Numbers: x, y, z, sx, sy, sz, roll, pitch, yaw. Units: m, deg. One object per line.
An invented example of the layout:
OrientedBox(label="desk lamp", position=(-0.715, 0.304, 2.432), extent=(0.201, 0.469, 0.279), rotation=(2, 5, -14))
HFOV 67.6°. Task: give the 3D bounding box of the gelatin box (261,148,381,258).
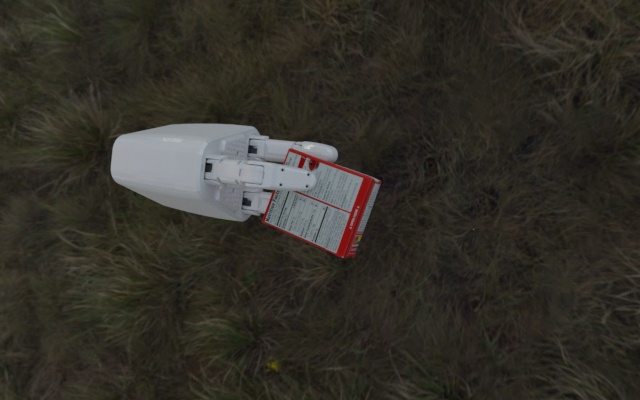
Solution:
OrientedBox(label="gelatin box", position=(0.000, 0.001, 0.427), extent=(0.089, 0.073, 0.030), rotation=(22, 5, 24))
